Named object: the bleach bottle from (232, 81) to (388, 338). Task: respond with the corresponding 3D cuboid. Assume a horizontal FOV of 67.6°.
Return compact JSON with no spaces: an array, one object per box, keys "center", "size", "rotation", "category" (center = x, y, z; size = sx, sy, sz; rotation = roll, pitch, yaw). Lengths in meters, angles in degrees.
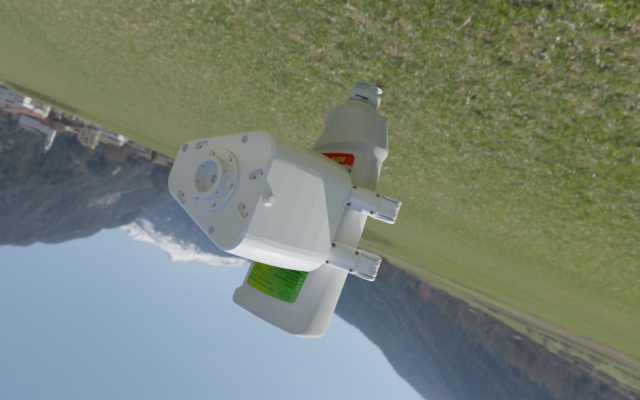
[{"center":[0.000,0.002,0.482],"size":[0.102,0.251,0.068],"rotation":[18,-2,36],"category":"bleach bottle"}]
